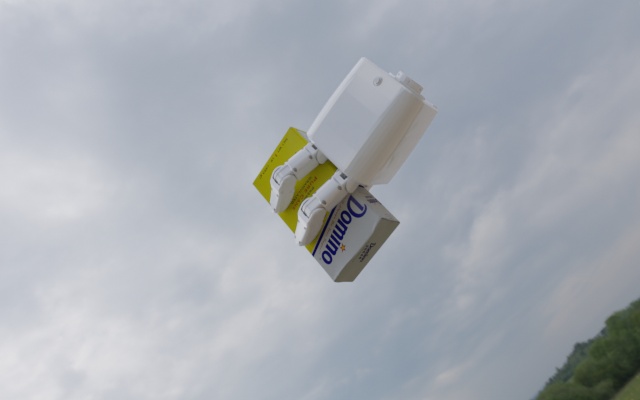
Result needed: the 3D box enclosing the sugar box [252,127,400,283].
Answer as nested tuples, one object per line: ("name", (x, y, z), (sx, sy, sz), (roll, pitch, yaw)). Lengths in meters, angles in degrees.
("sugar box", (0.000, 0.002, 0.559), (0.048, 0.093, 0.176), (12, 29, -51))
